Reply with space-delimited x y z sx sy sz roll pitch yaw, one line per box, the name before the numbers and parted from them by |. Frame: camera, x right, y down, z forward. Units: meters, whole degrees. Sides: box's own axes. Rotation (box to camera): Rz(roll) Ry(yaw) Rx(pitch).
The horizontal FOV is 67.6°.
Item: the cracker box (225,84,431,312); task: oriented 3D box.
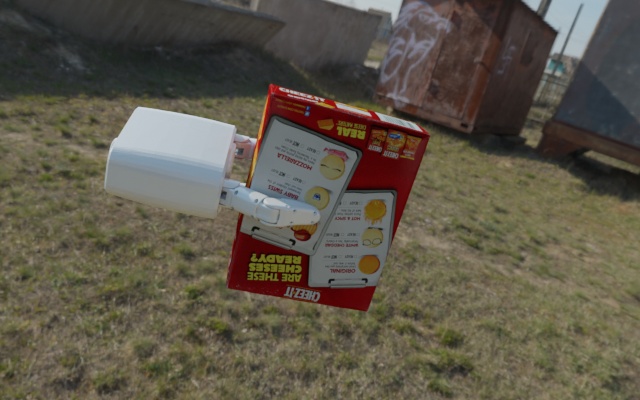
cracker box | 0.000 0.002 0.516 0.164 0.214 0.072 12 20 -11
